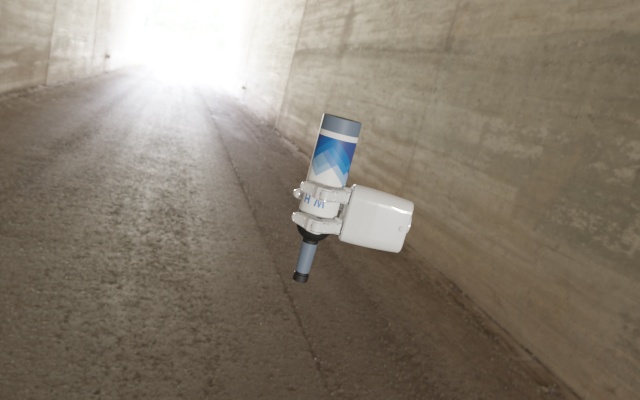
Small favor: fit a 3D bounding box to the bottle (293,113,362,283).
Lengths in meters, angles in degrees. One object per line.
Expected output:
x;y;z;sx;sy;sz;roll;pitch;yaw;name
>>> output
0.000;0.002;0.822;0.069;0.296;0.069;14;12;-3;bottle
